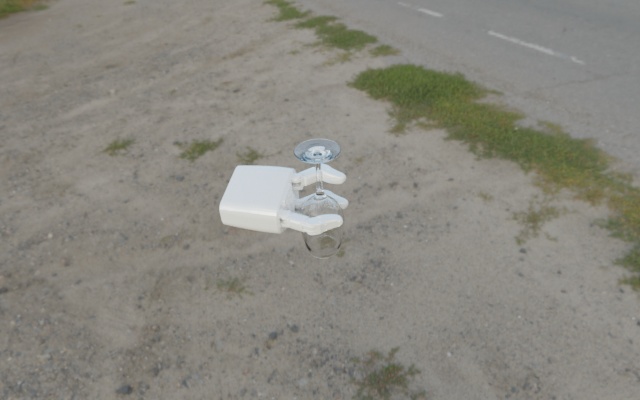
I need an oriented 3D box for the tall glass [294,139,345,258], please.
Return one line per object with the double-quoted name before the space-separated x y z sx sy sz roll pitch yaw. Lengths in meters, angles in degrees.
"tall glass" 0.000 0.002 0.799 0.079 0.201 0.079 -3 36 2
